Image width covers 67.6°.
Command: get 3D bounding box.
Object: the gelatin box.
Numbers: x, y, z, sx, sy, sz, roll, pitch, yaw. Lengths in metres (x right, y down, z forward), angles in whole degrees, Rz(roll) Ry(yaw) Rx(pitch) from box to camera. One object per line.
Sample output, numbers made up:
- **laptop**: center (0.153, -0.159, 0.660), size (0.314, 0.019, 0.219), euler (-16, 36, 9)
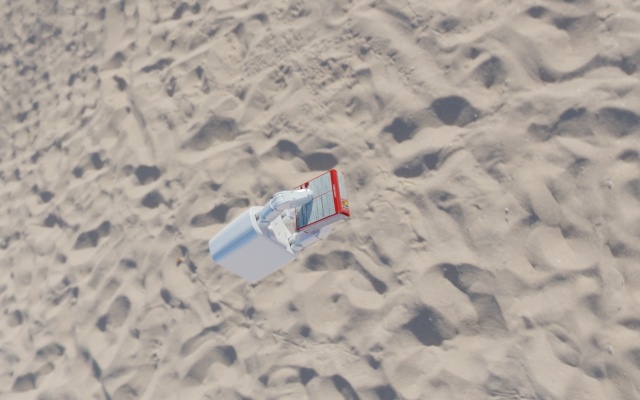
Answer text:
- **gelatin box**: center (0.000, 0.002, 0.737), size (0.089, 0.073, 0.030), euler (-24, -29, 35)
